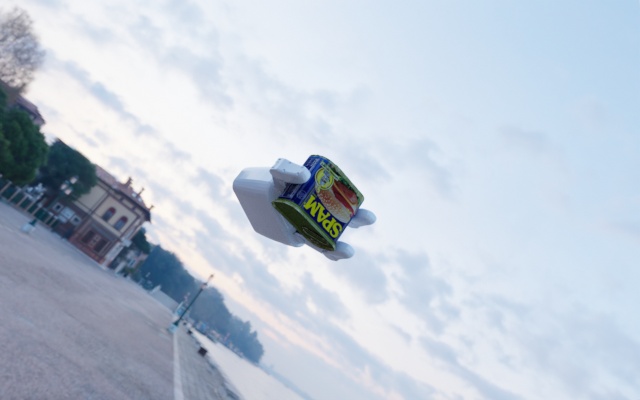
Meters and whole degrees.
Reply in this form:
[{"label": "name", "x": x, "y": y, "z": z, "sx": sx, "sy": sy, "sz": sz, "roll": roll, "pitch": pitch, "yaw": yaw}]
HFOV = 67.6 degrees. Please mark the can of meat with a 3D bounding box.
[{"label": "can of meat", "x": 0.000, "y": 0.002, "z": 0.625, "sx": 0.057, "sy": 0.084, "sz": 0.102, "roll": 6, "pitch": -34, "yaw": 53}]
